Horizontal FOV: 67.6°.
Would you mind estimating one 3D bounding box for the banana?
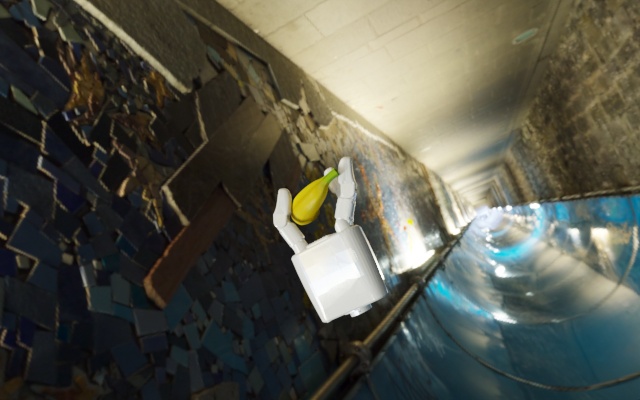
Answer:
[{"bbox_3d":[-0.015,0.009,0.741,0.069,0.037,0.198,-27,-9,-16],"label":"banana"}]
